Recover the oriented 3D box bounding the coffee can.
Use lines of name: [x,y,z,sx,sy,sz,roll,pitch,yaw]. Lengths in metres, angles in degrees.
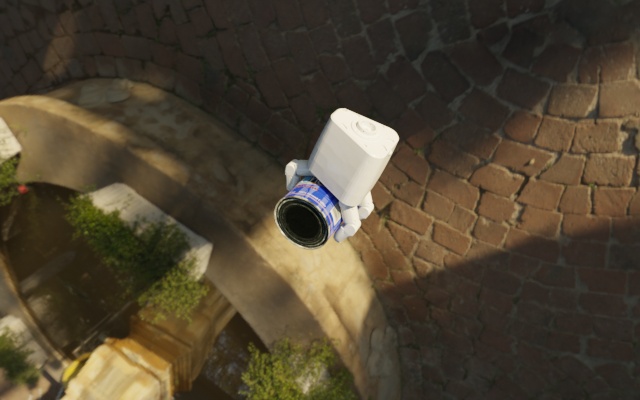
coffee can: [0.000,0.003,0.816,0.103,0.103,0.140,0,30,32]
